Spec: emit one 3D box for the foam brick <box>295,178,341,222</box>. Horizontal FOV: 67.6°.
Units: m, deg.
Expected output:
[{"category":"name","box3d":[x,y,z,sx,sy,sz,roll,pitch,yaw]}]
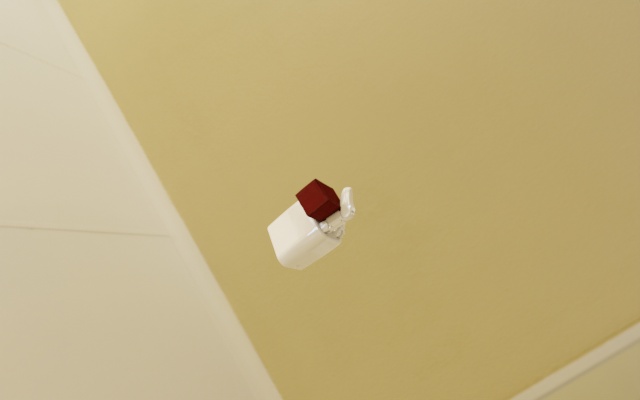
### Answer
[{"category":"foam brick","box3d":[0.000,0.003,0.886,0.051,0.053,0.078,-37,-27,14]}]
